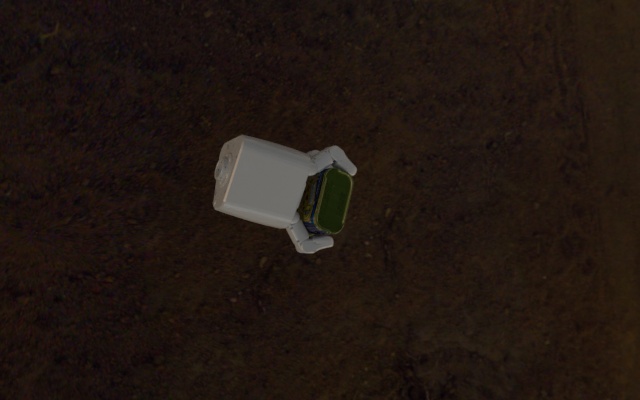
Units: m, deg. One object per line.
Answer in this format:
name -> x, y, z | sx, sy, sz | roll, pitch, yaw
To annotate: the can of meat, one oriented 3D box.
can of meat -> 0.000, 0.002, 0.730 | 0.057, 0.102, 0.084 | 19, -13, -28
